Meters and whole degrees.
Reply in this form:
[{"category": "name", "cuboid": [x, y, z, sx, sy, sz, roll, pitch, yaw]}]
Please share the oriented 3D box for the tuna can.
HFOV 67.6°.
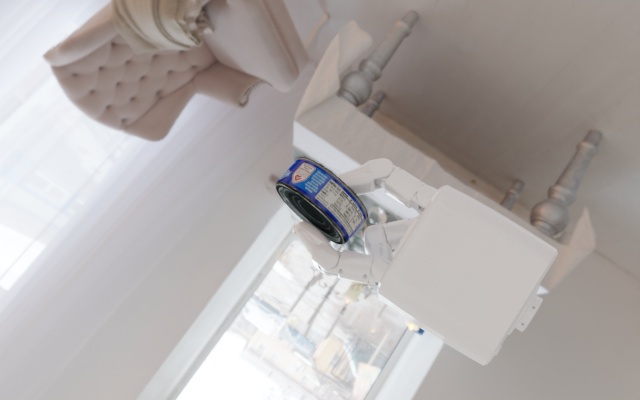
[{"category": "tuna can", "cuboid": [0.000, 0.002, 0.438, 0.086, 0.033, 0.086, 38, -14, 11]}]
